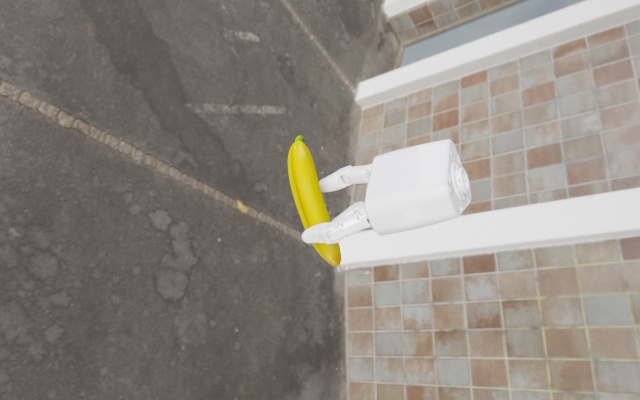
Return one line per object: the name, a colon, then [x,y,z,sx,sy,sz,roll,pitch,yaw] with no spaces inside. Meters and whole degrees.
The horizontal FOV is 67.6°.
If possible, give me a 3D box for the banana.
banana: [-0.009,0.001,0.666,0.037,0.198,0.069,-16,-2,26]
